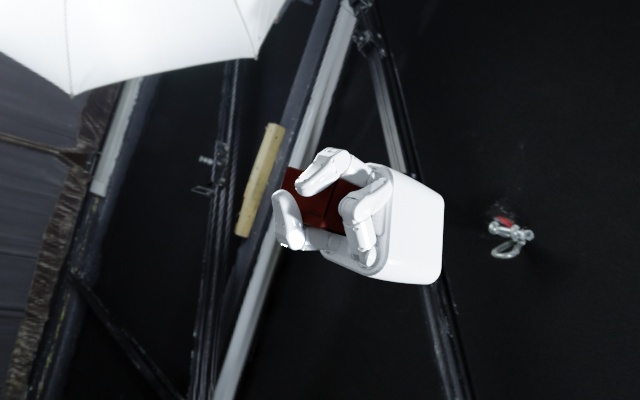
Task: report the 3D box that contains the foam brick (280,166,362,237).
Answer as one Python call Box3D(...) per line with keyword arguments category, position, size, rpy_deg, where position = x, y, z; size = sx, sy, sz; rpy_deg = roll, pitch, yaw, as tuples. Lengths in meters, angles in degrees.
Box3D(category="foam brick", position=(0.000, 0.001, 0.487), size=(0.051, 0.053, 0.078), rpy_deg=(18, 0, -42))
